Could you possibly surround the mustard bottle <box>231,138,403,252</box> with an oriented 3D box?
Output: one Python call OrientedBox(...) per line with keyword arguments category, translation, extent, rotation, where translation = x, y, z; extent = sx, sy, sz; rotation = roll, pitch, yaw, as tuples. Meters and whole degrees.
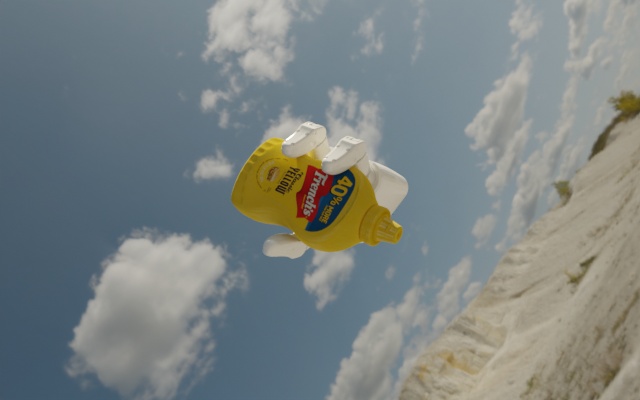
OrientedBox(category="mustard bottle", translation=(0.000, 0.001, 0.510), extent=(0.191, 0.096, 0.058), rotation=(23, -18, 30))
